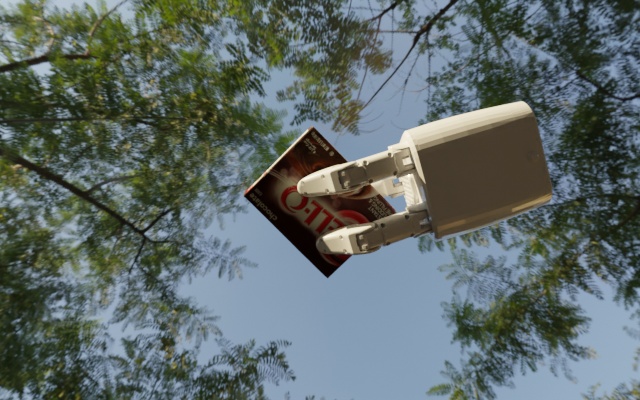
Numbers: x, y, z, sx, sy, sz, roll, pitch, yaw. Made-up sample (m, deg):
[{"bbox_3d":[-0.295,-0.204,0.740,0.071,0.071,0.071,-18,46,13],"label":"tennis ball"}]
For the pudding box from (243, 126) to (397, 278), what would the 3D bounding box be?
[{"bbox_3d":[0.000,0.001,0.446,0.090,0.113,0.039,-44,5,5],"label":"pudding box"}]
